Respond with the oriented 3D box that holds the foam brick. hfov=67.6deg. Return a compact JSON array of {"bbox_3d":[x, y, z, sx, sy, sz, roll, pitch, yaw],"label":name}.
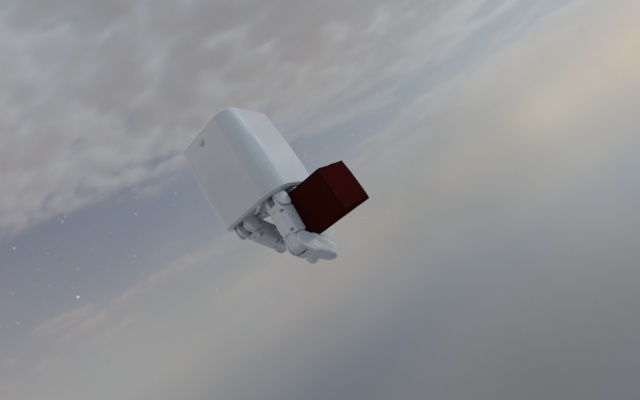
[{"bbox_3d":[0.000,0.002,0.510,0.078,0.051,0.053,-38,-9,35],"label":"foam brick"}]
